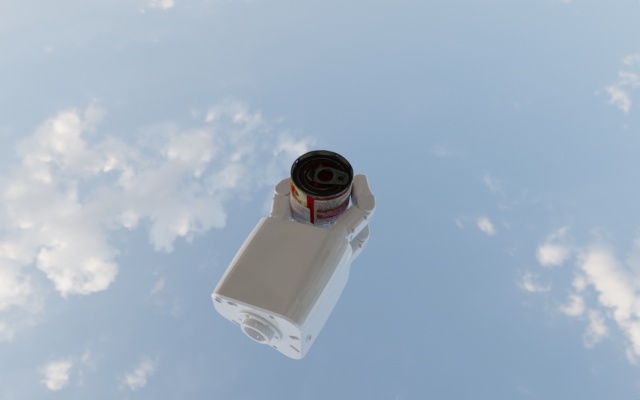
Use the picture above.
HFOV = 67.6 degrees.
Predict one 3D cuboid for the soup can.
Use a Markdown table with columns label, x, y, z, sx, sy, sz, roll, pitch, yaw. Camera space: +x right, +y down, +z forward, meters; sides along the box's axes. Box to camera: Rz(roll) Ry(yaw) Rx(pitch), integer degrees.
| label | x | y | z | sx | sy | sz | roll | pitch | yaw |
| --- | --- | --- | --- | --- | --- | --- | --- | --- | --- |
| soup can | 0.000 | 0.002 | 0.548 | 0.068 | 0.068 | 0.102 | 0 | -39 | -2 |
